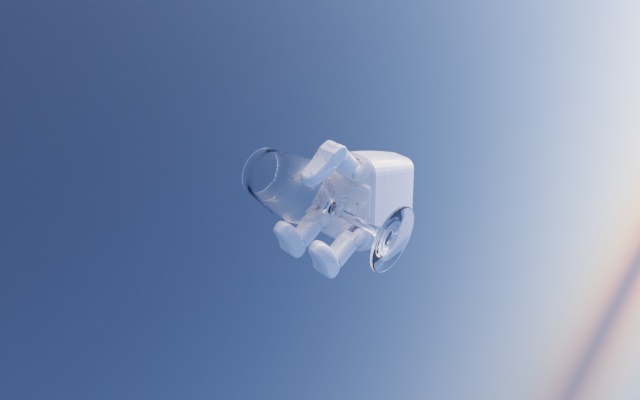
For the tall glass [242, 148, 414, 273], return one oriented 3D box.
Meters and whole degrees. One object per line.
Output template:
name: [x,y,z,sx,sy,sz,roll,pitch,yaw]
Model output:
tall glass: [0.001,0.002,0.536,0.201,0.079,0.079,27,16,33]
